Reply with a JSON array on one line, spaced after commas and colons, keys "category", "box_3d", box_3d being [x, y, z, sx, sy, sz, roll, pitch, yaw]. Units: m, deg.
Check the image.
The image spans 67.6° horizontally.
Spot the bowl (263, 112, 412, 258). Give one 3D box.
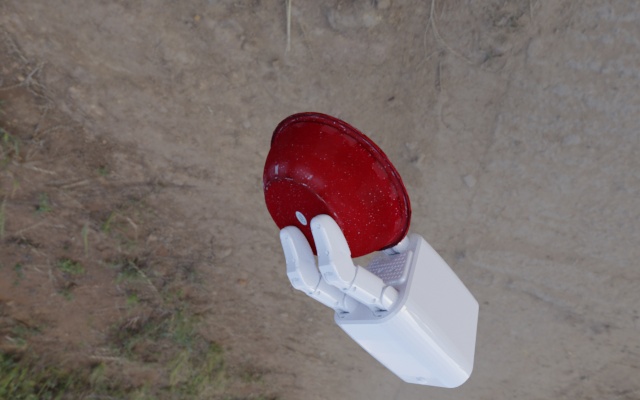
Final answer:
[{"category": "bowl", "box_3d": [-0.001, 0.001, 0.444, 0.162, 0.162, 0.055, 0, 36, 47]}]
